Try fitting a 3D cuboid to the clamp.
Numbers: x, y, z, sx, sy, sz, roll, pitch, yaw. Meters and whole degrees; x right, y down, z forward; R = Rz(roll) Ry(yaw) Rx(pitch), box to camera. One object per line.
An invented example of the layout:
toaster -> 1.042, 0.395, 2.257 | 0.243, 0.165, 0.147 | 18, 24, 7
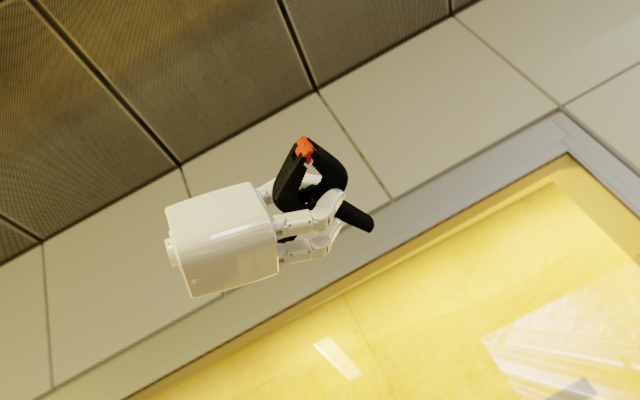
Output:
clamp -> 0.000, 0.001, 0.600 | 0.164, 0.036, 0.210 | -16, -38, -15
